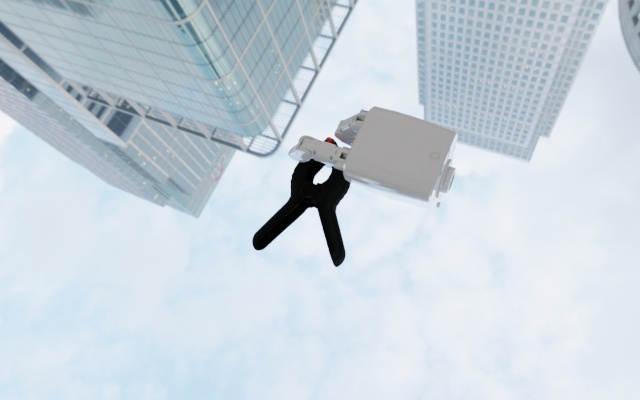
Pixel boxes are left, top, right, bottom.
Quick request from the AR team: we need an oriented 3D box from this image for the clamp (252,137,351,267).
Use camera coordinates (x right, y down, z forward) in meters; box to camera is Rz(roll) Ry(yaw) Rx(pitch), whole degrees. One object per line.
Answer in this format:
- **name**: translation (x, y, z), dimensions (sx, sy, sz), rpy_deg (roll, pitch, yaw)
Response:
- **clamp**: translation (0.000, 0.002, 0.592), dimensions (0.120, 0.171, 0.039), rpy_deg (20, -17, 20)
